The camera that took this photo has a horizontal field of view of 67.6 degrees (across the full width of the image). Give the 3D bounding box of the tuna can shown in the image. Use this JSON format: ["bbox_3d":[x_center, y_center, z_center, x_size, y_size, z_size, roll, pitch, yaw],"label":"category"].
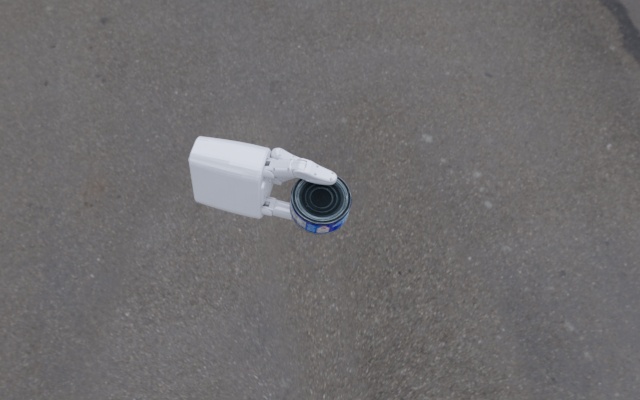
[{"bbox_3d":[0.000,0.002,0.666,0.086,0.086,0.034,0,-27,-6],"label":"tuna can"}]
